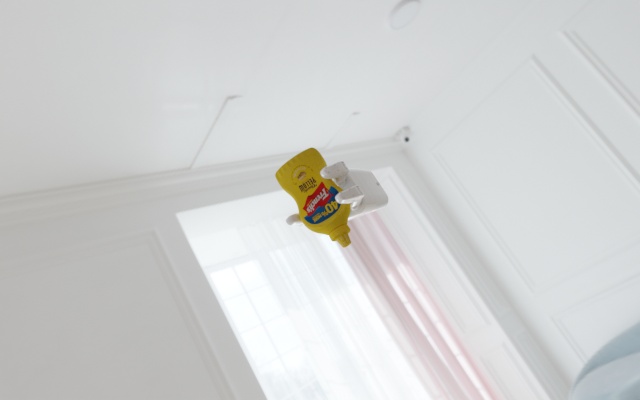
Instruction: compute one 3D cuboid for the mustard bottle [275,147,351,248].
[{"bbox_3d":[0.000,0.003,0.882,0.096,0.191,0.058,-34,-17,7],"label":"mustard bottle"}]
